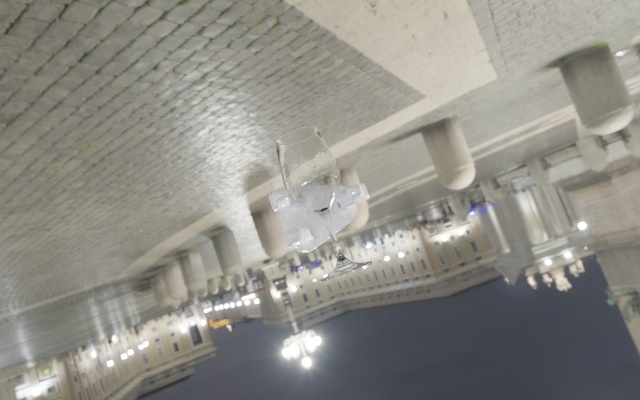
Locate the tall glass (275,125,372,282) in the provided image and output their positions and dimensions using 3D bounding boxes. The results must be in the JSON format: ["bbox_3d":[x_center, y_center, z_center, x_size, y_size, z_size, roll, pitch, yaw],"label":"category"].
[{"bbox_3d":[0.000,0.003,0.646,0.079,0.201,0.079,-20,-7,-2],"label":"tall glass"}]
